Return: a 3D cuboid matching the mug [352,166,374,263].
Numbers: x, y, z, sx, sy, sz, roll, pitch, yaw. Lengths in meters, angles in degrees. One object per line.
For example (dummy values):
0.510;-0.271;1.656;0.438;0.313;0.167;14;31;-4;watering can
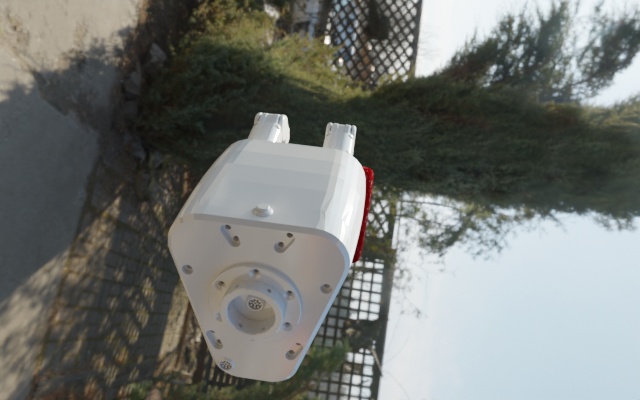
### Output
0.000;0.001;0.413;0.081;0.093;0.117;9;28;4;mug
